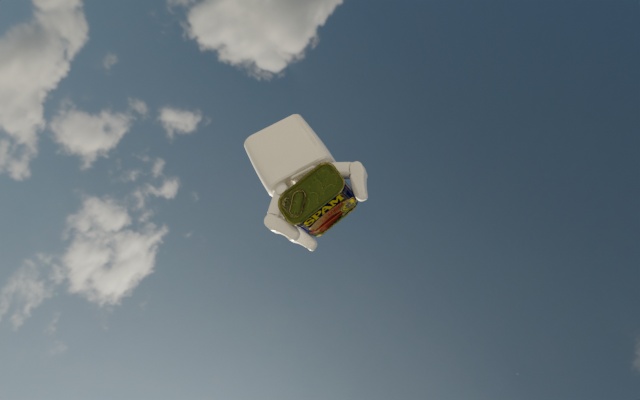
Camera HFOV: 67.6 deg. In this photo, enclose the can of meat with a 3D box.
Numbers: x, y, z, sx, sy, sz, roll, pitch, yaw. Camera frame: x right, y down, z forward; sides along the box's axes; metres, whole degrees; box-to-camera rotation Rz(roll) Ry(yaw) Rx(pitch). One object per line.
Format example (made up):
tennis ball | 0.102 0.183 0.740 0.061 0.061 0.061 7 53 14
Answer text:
can of meat | 0.000 0.002 0.712 0.102 0.057 0.084 -38 -28 6
